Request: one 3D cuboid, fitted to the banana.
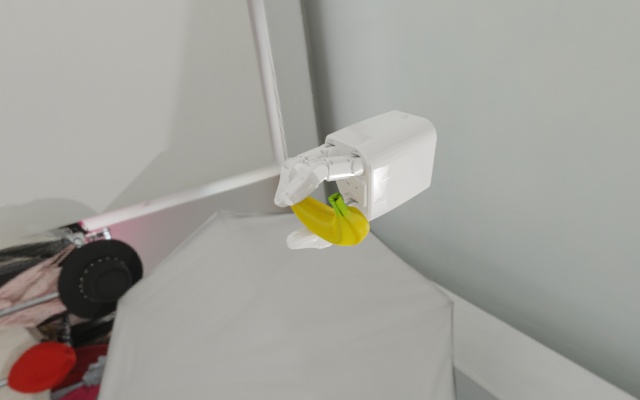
[{"bbox_3d":[0.010,0.018,0.531,0.037,0.069,0.198,-32,9,-15],"label":"banana"}]
